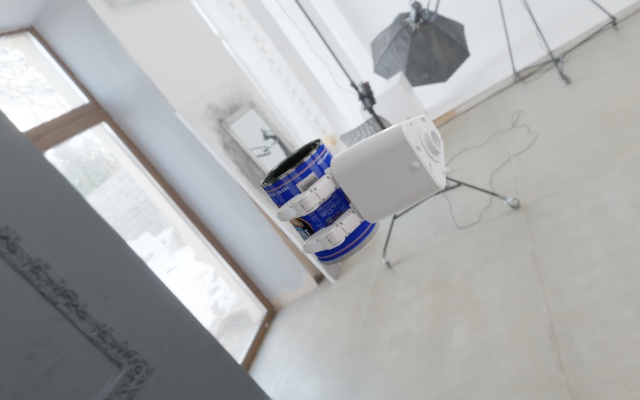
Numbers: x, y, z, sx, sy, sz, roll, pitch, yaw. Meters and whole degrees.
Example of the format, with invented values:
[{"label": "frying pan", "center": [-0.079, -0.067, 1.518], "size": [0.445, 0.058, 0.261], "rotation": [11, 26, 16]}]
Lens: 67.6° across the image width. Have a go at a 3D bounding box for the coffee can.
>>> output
[{"label": "coffee can", "center": [0.000, 0.002, 0.650], "size": [0.103, 0.140, 0.102], "rotation": [-34, 15, 11]}]
